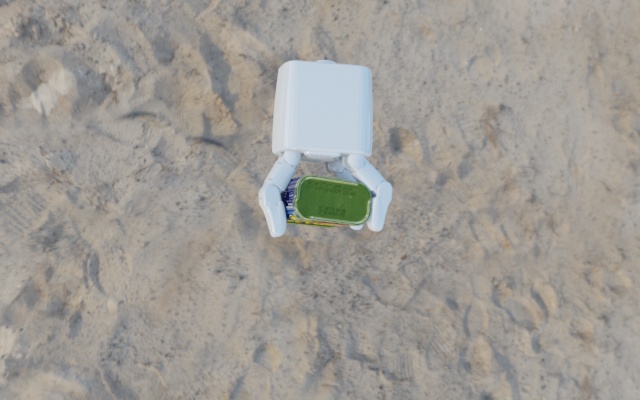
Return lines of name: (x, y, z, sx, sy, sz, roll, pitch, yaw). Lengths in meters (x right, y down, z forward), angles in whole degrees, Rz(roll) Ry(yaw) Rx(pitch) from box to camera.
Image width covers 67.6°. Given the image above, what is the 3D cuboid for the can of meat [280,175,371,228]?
can of meat: (0.000, 0.002, 0.579, 0.102, 0.057, 0.084, 7, -6, -23)
